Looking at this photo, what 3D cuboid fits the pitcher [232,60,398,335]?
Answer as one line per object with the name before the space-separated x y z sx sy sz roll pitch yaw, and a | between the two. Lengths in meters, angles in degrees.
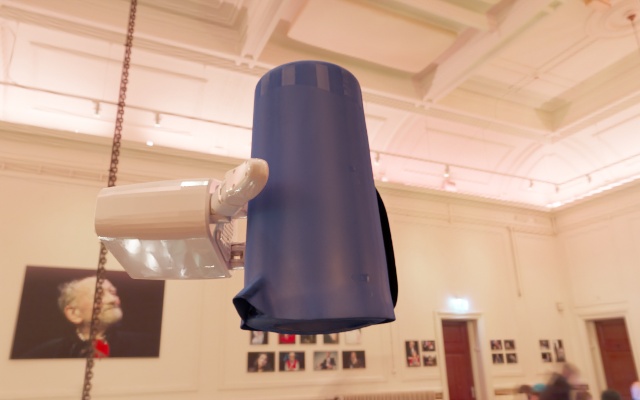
pitcher | 0.000 0.001 0.452 0.145 0.242 0.149 -3 -18 2
